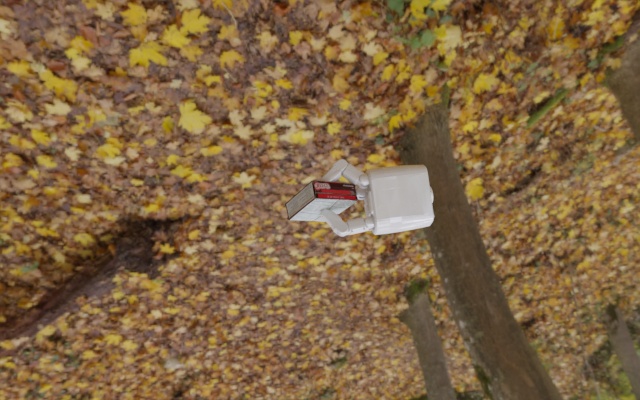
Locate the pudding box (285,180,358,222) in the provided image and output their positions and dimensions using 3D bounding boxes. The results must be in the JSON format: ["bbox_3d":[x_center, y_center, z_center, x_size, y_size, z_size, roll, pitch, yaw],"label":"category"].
[{"bbox_3d":[0.000,0.003,0.866,0.090,0.039,0.113,4,-26,-30],"label":"pudding box"}]
